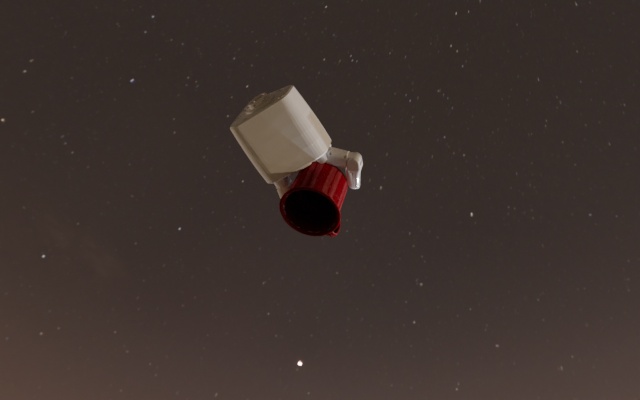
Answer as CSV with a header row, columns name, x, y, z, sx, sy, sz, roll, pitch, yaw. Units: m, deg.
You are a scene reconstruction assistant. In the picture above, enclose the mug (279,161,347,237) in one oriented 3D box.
name,x,y,z,sx,sy,sz,roll,pitch,yaw
mug,0.001,0.003,0.731,0.093,0.117,0.081,-18,30,30
